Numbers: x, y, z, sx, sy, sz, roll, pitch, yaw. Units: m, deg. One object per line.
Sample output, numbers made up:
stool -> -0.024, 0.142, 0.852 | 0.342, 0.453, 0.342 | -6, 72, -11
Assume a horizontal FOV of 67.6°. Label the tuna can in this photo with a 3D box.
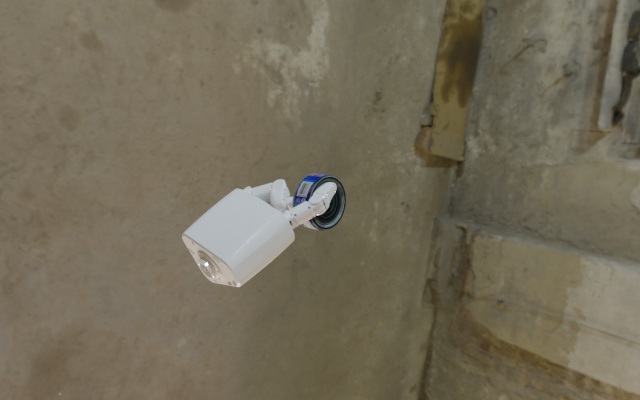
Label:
tuna can -> 0.001, 0.002, 0.727 | 0.034, 0.086, 0.086 | 9, 6, 43
